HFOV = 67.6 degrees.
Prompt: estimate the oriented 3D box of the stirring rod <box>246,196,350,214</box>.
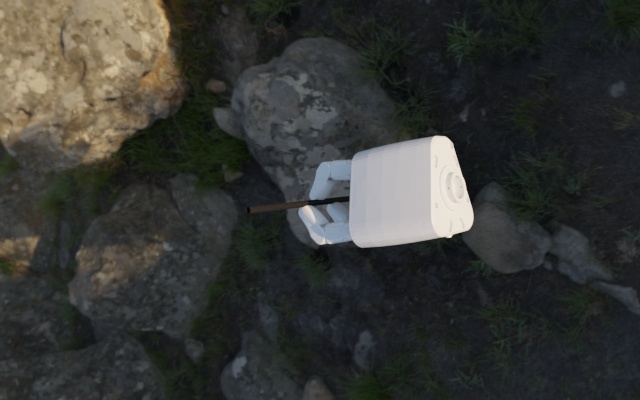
[{"bbox_3d":[0.000,0.002,0.617,0.011,0.011,0.239,0,4,42],"label":"stirring rod"}]
